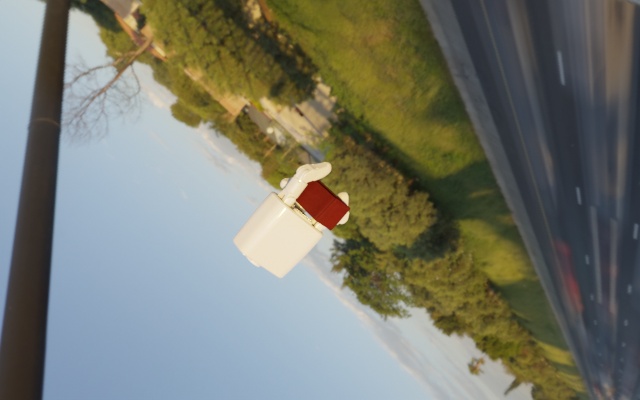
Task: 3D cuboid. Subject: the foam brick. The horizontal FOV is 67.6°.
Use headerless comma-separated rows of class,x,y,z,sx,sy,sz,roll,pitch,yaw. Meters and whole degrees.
foam brick,0.000,0.003,0.787,0.078,0.051,0.053,43,3,39
